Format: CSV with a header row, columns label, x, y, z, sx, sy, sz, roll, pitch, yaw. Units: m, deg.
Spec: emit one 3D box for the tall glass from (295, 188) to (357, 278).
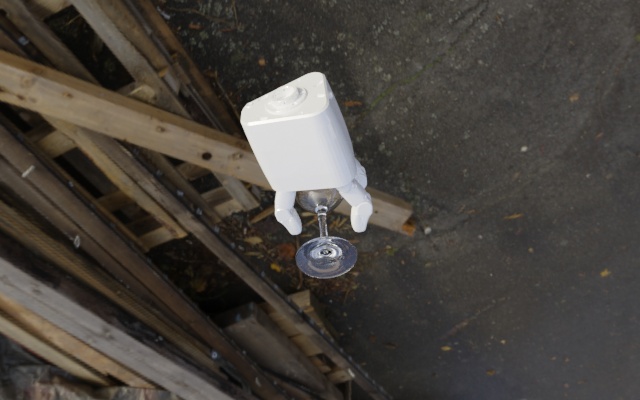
label,x,y,z,sx,sy,sz,roll,pitch,yaw
tall glass,0.000,0.003,0.643,0.079,0.079,0.200,0,42,-5
